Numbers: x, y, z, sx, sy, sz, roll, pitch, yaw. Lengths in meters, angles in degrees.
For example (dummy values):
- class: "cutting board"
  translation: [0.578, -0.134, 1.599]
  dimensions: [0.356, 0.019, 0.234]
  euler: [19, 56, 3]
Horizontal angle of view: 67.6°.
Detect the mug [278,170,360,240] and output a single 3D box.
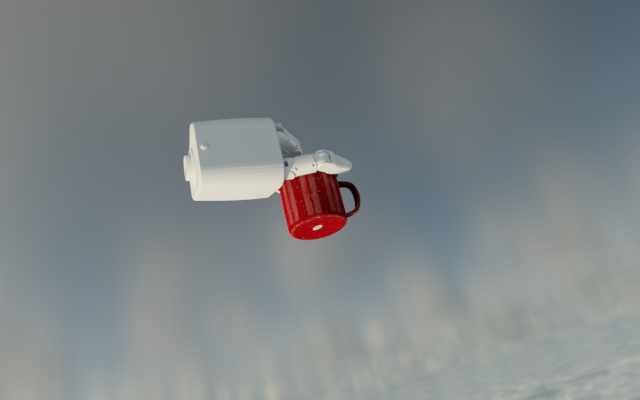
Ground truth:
- class: "mug"
  translation: [0.001, 0.002, 0.662]
  dimensions: [0.117, 0.081, 0.093]
  euler: [-4, -27, -20]
